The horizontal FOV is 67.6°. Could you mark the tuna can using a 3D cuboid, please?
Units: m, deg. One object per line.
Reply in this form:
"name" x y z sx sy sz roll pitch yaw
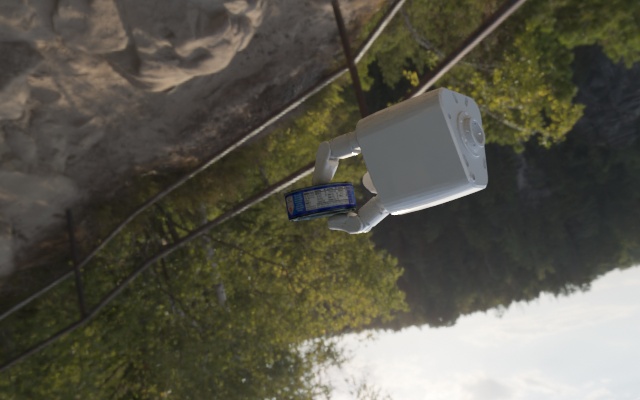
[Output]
"tuna can" 0.000 0.002 0.583 0.086 0.033 0.086 -10 -5 -1
